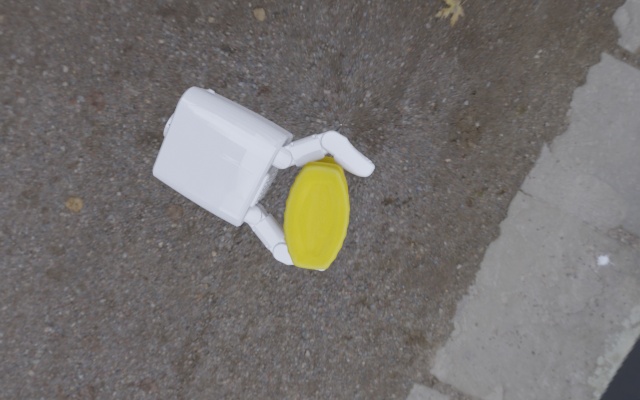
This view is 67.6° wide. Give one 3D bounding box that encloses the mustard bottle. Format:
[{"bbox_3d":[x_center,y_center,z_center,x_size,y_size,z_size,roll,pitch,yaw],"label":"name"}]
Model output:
[{"bbox_3d":[0.000,0.002,0.509,0.058,0.096,0.191,5,9,2],"label":"mustard bottle"}]
